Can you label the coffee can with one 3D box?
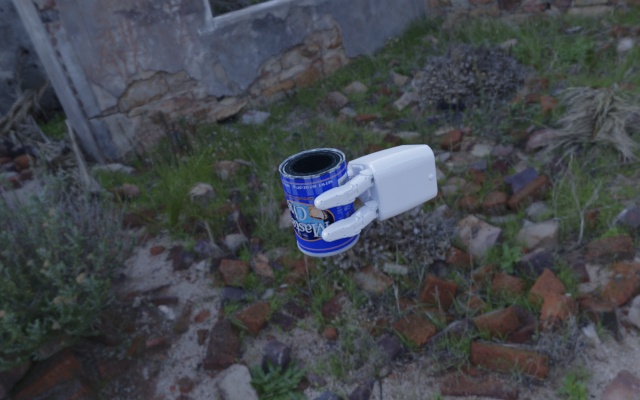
[{"bbox_3d":[0.000,0.003,0.750,0.103,0.140,0.102,-10,28,5],"label":"coffee can"}]
